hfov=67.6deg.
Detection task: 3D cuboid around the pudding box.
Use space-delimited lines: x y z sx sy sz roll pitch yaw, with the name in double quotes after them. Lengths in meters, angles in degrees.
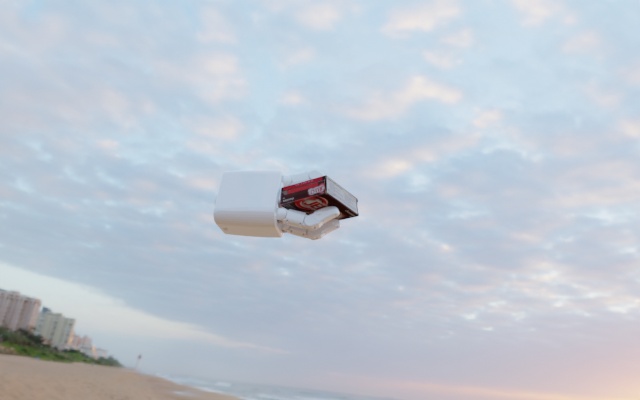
0.000 0.003 0.809 0.090 0.039 0.113 -13 -25 29 "pudding box"
